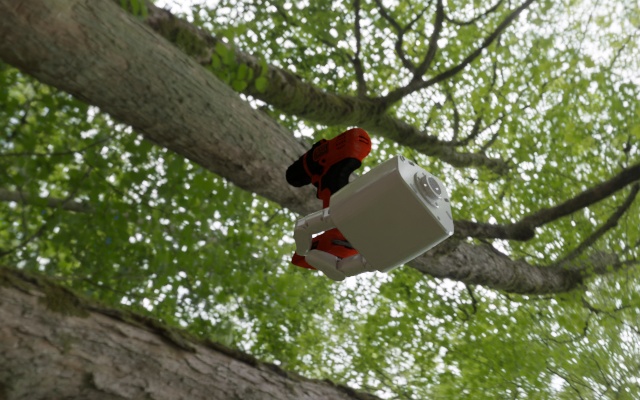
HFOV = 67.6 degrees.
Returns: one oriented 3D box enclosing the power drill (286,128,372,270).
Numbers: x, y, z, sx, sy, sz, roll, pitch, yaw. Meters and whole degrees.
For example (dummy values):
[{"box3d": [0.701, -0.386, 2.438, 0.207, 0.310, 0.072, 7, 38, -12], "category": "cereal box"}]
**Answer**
[{"box3d": [0.000, 0.003, 0.700, 0.057, 0.187, 0.184, 16, -25, -32], "category": "power drill"}]
